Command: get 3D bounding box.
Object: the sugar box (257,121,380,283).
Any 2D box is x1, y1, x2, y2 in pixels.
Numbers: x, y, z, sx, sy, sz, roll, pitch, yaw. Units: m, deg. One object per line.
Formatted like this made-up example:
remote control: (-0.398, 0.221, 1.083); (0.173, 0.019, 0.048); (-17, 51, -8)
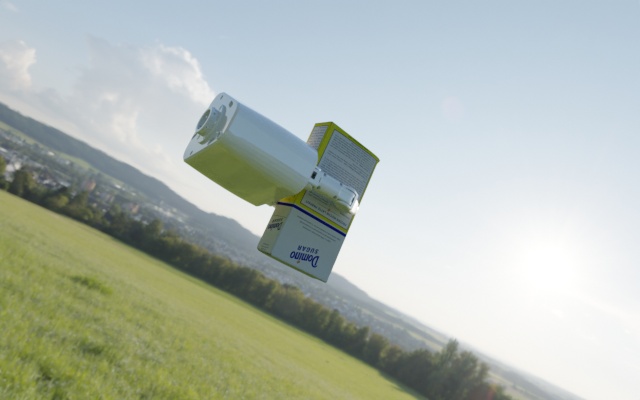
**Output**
sugar box: (0.000, 0.002, 0.591); (0.093, 0.176, 0.048); (32, -11, -32)
